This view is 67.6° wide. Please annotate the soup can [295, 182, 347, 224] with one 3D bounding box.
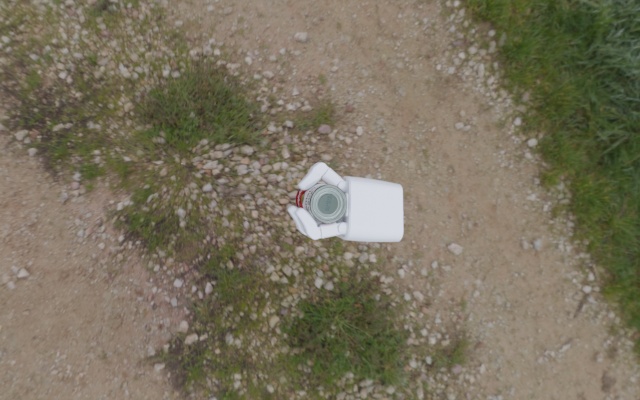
[{"bbox_3d":[0.000,0.003,0.844,0.068,0.068,0.102,0,4,-16],"label":"soup can"}]
